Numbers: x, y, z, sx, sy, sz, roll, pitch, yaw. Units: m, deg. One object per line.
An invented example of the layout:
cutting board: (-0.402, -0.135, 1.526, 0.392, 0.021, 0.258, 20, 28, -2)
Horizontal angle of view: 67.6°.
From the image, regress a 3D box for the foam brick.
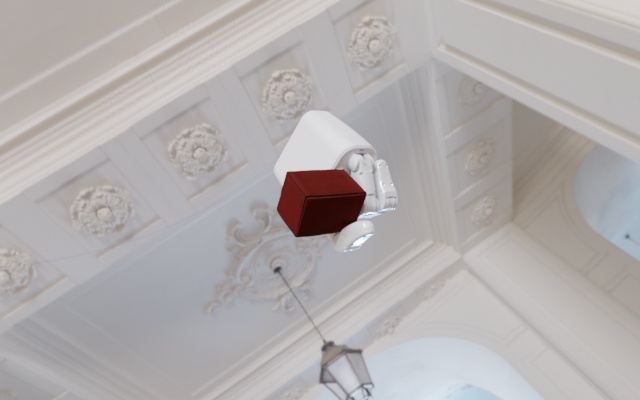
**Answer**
foam brick: (0.000, 0.002, 0.519, 0.078, 0.053, 0.051, -4, 37, -33)
